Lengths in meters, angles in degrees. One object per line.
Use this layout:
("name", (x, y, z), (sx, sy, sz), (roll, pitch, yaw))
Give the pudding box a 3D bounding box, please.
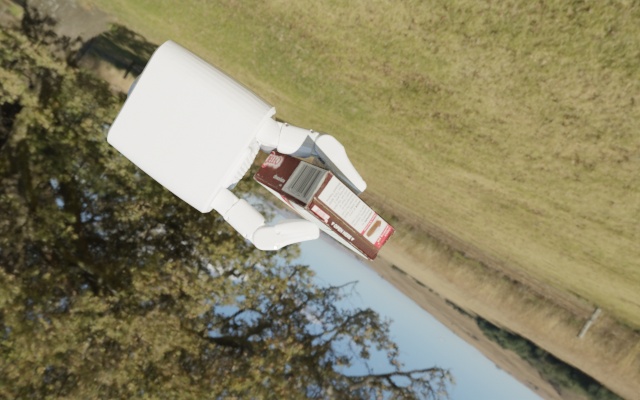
("pudding box", (0.000, 0.002, 0.428), (0.090, 0.039, 0.113), (39, -4, -32))
